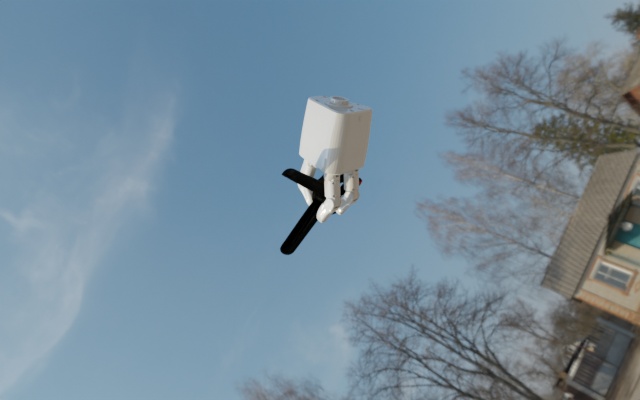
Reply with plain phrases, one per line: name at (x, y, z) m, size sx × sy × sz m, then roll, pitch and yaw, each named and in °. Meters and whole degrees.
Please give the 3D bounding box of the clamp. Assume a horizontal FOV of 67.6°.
clamp at (0.000, 0.002, 0.869) m, size 0.036 × 0.165 × 0.210 m, roll 27°, pitch 30°, yaw 33°
